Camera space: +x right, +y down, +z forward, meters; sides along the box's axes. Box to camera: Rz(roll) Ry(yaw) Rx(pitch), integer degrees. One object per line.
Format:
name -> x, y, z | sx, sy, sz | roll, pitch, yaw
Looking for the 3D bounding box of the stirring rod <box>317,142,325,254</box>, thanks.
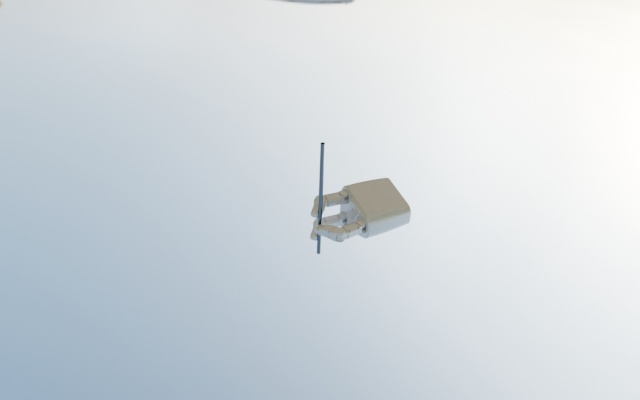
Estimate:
stirring rod -> 0.000, 0.003, 0.887 | 0.011, 0.240, 0.011 | 2, 33, -1
